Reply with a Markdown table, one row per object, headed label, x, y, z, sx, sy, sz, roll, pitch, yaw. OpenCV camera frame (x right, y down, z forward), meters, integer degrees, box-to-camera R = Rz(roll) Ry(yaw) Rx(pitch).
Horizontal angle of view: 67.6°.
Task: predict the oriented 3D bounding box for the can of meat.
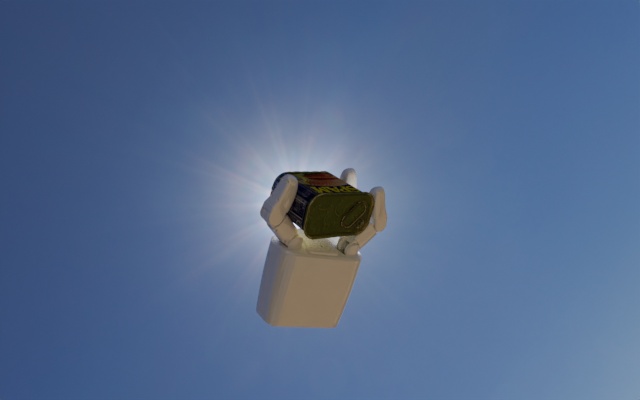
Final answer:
| label | x | y | z | sx | sy | sz | roll | pitch | yaw |
| --- | --- | --- | --- | --- | --- | --- | --- | --- | --- |
| can of meat | 0.000 | 0.002 | 0.588 | 0.102 | 0.057 | 0.084 | -2 | 24 | -39 |
